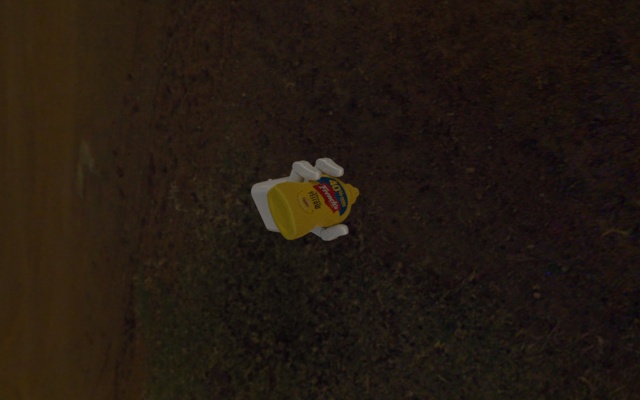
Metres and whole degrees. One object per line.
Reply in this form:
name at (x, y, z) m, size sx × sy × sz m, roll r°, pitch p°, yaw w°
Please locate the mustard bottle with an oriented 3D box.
mustard bottle at (0.000, 0.003, 0.862) m, size 0.191 × 0.096 × 0.058 m, roll -15°, pitch -15°, yaw -42°
